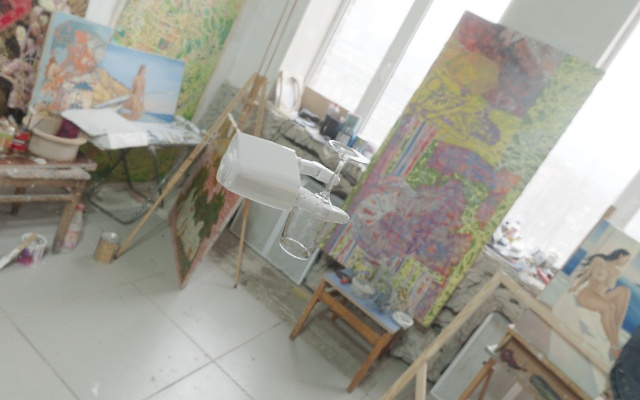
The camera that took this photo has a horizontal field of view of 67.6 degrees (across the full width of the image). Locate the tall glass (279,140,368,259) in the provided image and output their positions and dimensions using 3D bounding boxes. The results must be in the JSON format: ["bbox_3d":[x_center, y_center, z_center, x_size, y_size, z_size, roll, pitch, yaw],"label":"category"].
[{"bbox_3d":[0.001,0.002,0.816,0.079,0.201,0.079,25,18,-9],"label":"tall glass"}]
